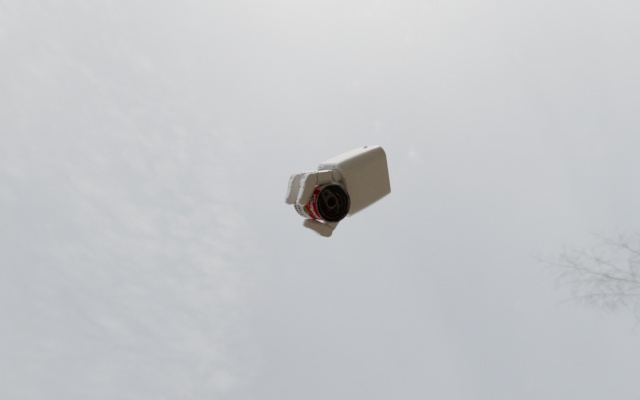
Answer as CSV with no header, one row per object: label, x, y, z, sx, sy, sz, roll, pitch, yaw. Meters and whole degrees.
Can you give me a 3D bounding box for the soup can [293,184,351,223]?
soup can,0.000,0.003,0.876,0.068,0.068,0.102,0,3,-28
